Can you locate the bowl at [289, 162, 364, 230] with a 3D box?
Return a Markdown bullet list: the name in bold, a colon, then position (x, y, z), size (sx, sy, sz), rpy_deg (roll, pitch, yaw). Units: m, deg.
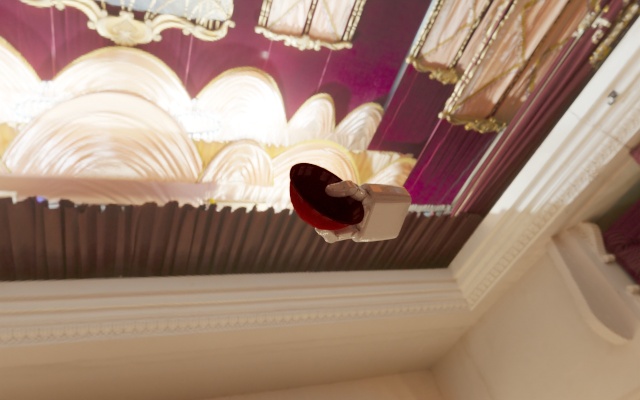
- **bowl**: position (-0.001, 0.003, 0.879), size (0.162, 0.162, 0.055), rpy_deg (0, -45, -48)
